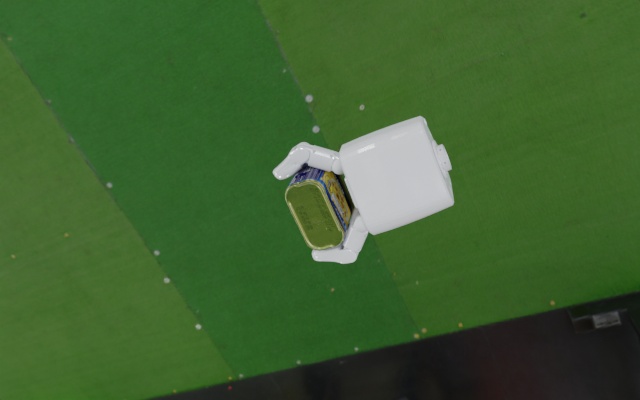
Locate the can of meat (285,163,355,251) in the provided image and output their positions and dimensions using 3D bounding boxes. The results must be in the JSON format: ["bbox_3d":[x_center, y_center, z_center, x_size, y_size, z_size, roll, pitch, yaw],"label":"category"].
[{"bbox_3d":[0.000,0.002,0.617,0.057,0.102,0.084,-18,22,19],"label":"can of meat"}]
